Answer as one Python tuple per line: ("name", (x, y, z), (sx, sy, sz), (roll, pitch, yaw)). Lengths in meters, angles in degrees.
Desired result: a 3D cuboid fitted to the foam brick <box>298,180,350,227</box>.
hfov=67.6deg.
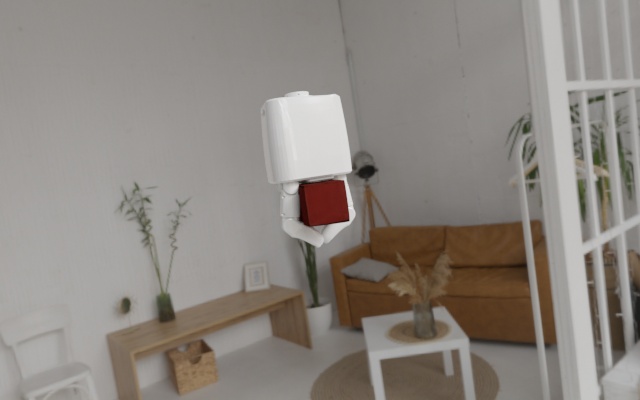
("foam brick", (0.000, 0.002, 0.607), (0.053, 0.051, 0.078), (-8, 4, -12))
